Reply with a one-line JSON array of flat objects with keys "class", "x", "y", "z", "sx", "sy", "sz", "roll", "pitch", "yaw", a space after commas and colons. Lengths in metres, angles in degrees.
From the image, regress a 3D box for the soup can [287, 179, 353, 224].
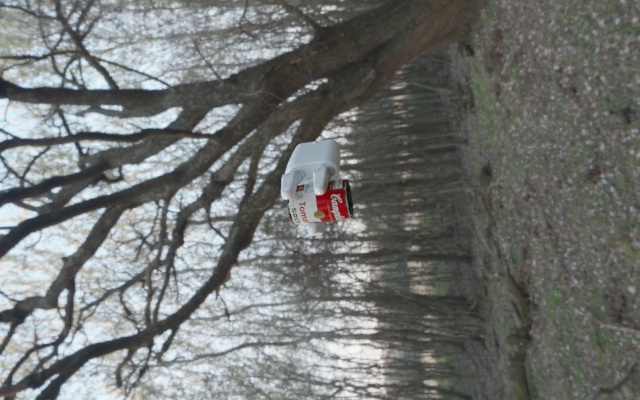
[{"class": "soup can", "x": 0.000, "y": 0.003, "z": 0.815, "sx": 0.102, "sy": 0.068, "sz": 0.068, "roll": -7, "pitch": -1, "yaw": 11}]
